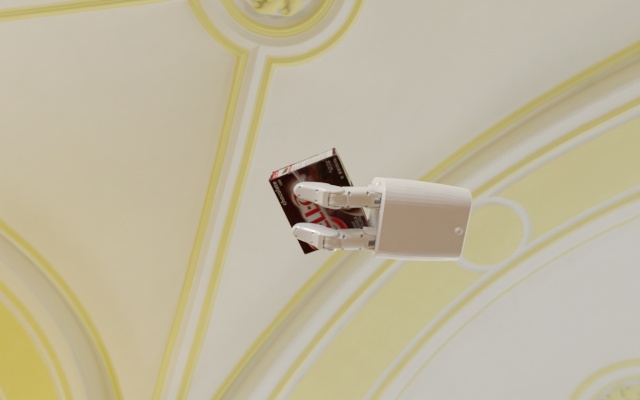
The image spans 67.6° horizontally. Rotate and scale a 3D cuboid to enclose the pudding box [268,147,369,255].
[{"bbox_3d":[0.000,0.002,0.595,0.090,0.113,0.039,-21,18,10],"label":"pudding box"}]
